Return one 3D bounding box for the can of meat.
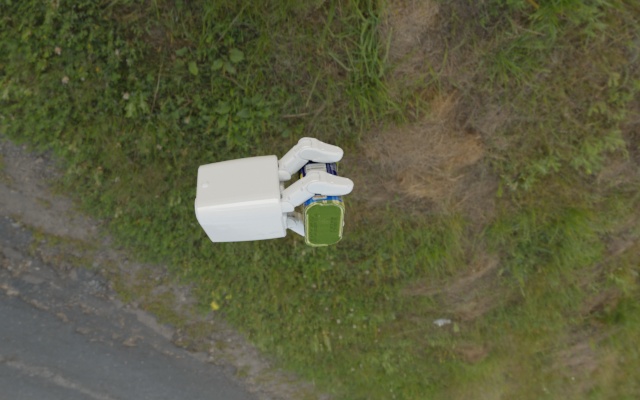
[{"bbox_3d":[0.000,0.002,0.654,0.057,0.083,0.102,-5,-39,-4],"label":"can of meat"}]
